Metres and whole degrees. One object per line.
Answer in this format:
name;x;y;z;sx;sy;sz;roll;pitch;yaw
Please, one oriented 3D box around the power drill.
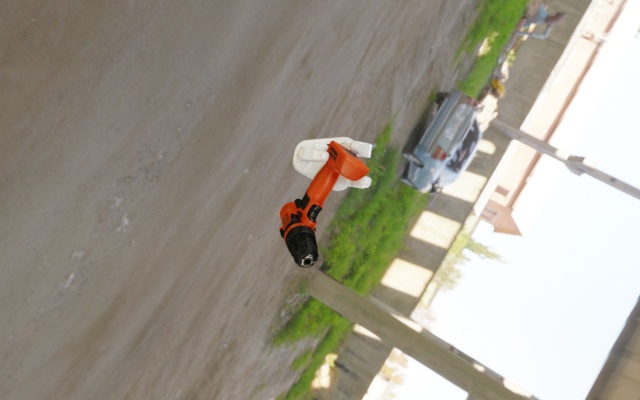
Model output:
power drill;0.000;0.002;0.793;0.057;0.188;0.184;30;15;-25
